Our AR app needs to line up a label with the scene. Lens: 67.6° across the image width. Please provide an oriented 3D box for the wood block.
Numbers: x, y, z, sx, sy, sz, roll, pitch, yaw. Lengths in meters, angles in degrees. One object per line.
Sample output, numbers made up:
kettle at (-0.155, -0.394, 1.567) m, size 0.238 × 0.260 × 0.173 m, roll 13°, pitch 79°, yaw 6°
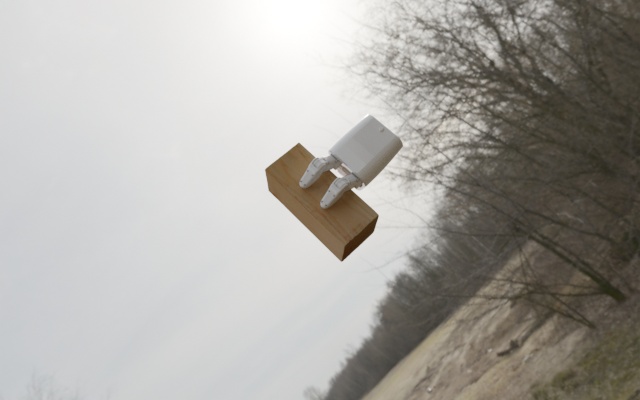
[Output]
wood block at (0.000, 0.003, 0.891) m, size 0.090 × 0.206 × 0.091 m, roll -41°, pitch -19°, yaw -17°
